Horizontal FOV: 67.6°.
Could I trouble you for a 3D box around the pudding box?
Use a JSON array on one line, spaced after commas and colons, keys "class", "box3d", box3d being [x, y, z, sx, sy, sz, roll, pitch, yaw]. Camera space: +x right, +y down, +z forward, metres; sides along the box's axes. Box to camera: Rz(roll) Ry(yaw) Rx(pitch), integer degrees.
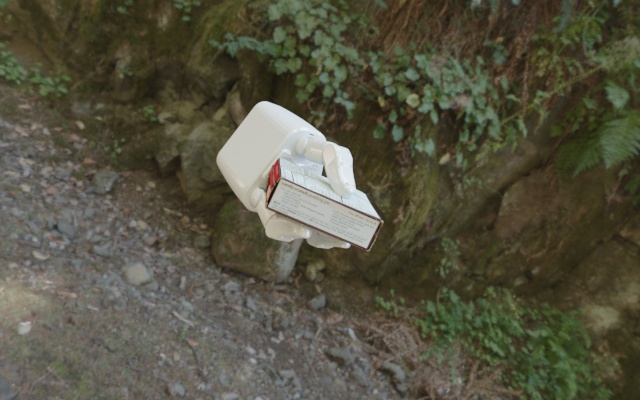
[{"class": "pudding box", "box3d": [0.000, 0.001, 0.488, 0.113, 0.039, 0.090, 22, 14, -11]}]
